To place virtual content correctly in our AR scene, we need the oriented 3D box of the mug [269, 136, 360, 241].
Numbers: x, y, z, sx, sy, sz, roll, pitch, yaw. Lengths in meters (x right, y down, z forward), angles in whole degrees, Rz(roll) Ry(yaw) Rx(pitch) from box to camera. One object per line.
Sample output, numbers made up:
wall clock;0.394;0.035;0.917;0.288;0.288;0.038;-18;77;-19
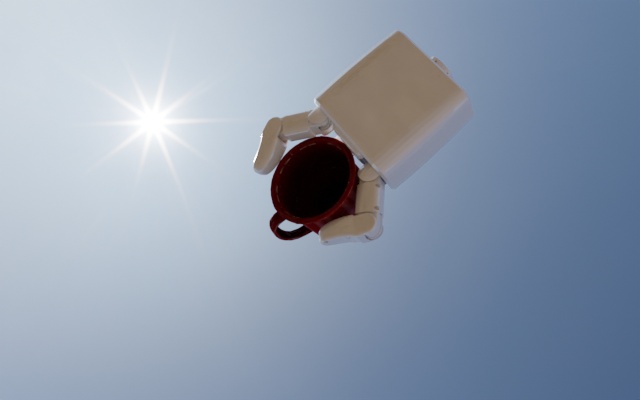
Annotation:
mug;-0.001;0.003;0.493;0.117;0.093;0.081;-41;-36;7
